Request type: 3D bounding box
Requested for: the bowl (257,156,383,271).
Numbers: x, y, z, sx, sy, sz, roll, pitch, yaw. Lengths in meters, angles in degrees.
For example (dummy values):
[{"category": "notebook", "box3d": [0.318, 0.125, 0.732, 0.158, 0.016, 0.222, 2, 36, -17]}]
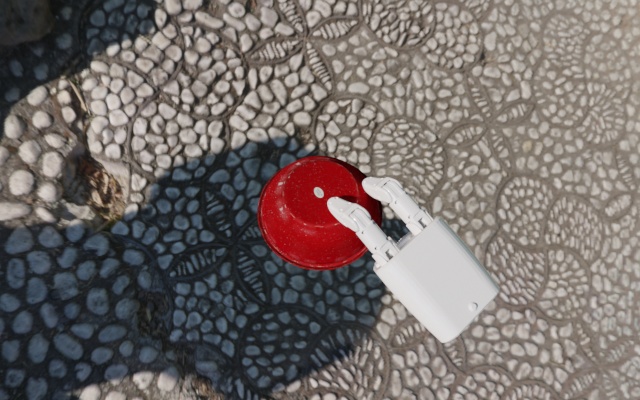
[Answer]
[{"category": "bowl", "box3d": [-0.001, 0.001, 0.594, 0.162, 0.162, 0.055, 0, -26, -1]}]
